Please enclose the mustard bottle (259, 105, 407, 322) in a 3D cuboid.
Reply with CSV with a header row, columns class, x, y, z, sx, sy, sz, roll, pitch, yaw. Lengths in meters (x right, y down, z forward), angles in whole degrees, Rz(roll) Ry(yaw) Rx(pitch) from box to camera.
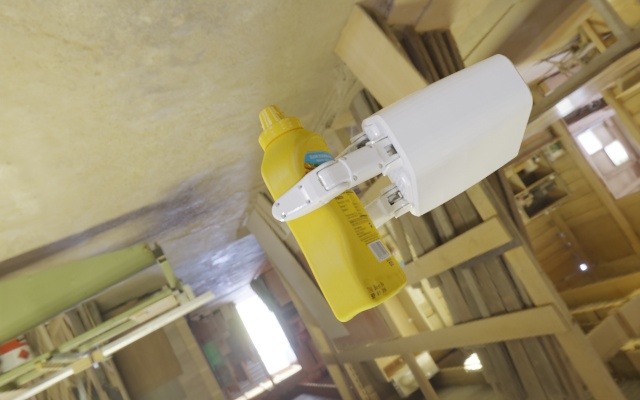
class,x,y,z,sx,sy,sz,roll,pitch,yaw
mustard bottle,0.000,0.002,0.407,0.058,0.191,0.096,-34,-11,24
